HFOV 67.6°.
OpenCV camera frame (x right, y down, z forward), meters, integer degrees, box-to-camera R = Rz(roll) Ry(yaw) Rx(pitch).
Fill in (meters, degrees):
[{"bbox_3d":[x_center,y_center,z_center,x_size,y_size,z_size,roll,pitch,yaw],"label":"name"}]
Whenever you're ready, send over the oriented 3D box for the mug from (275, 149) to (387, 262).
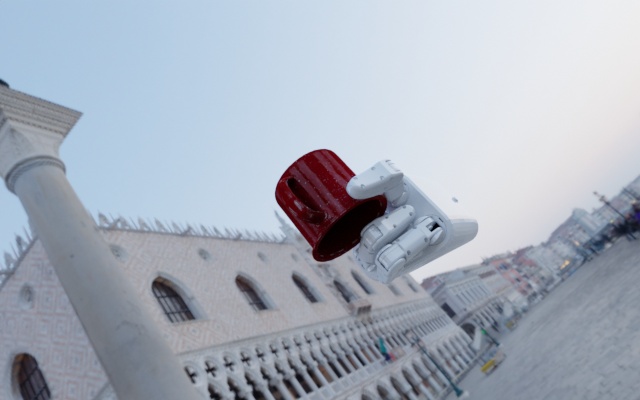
[{"bbox_3d":[-0.001,0.001,0.476,0.081,0.093,0.117,49,24,25],"label":"mug"}]
